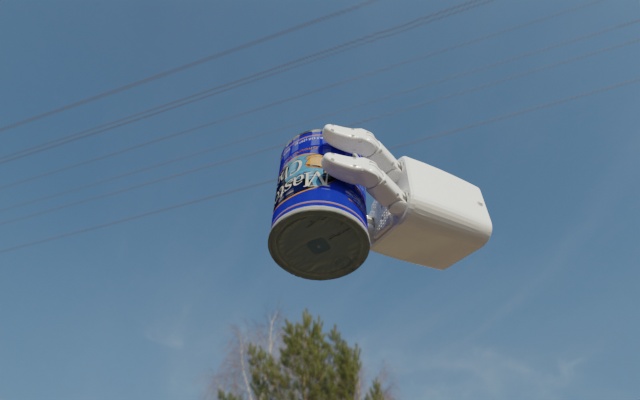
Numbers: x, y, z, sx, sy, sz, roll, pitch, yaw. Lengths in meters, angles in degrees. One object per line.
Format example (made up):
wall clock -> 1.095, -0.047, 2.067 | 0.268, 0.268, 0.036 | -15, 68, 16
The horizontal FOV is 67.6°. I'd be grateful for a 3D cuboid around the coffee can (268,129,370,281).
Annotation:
coffee can -> 0.000, 0.002, 0.529 | 0.103, 0.103, 0.140 | 0, 41, 2
